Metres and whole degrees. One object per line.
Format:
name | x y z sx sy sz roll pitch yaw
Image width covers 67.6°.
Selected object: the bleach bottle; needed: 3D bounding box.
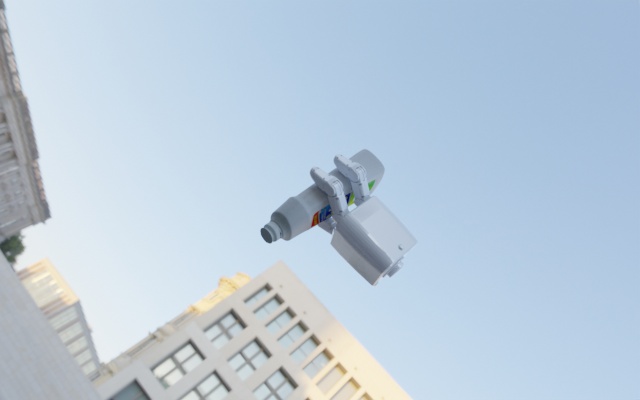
bleach bottle | 0.000 0.003 0.802 0.250 0.068 0.103 -33 -16 -36
